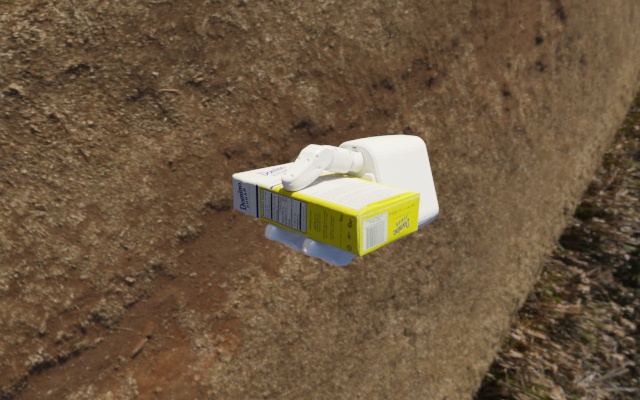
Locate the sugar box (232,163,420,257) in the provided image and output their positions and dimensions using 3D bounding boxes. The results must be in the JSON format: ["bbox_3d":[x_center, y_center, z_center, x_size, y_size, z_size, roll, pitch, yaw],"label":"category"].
[{"bbox_3d":[0.000,0.002,0.483,0.176,0.048,0.093,14,21,42],"label":"sugar box"}]
